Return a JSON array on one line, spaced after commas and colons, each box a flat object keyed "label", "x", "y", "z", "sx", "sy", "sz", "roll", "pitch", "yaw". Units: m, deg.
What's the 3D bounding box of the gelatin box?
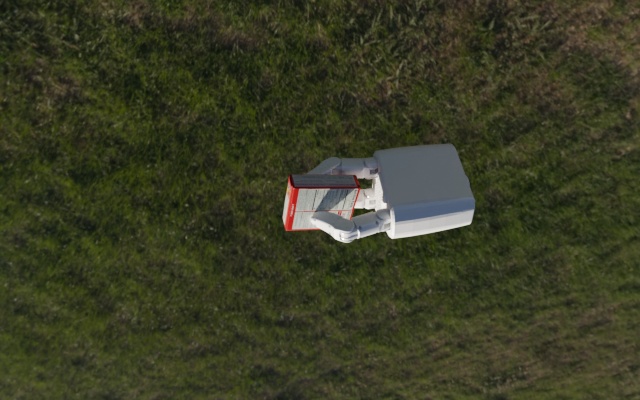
[{"label": "gelatin box", "x": 0.000, "y": 0.002, "z": 0.612, "sx": 0.089, "sy": 0.073, "sz": 0.030, "roll": -1, "pitch": 42, "yaw": -16}]
